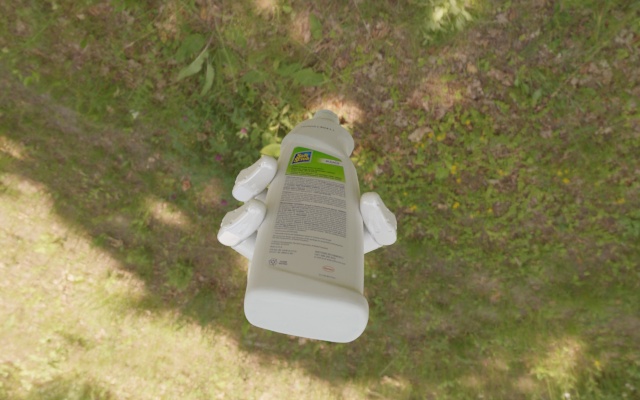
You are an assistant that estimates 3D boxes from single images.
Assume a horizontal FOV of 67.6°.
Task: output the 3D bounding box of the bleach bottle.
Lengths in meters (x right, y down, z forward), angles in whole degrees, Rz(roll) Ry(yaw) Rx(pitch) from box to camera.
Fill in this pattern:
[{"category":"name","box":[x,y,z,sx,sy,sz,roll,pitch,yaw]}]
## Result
[{"category":"bleach bottle","box":[0.000,0.001,0.458,0.102,0.250,0.068,11,-42,-2]}]
